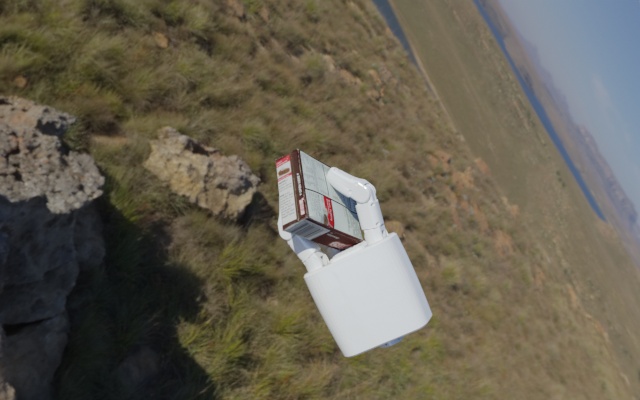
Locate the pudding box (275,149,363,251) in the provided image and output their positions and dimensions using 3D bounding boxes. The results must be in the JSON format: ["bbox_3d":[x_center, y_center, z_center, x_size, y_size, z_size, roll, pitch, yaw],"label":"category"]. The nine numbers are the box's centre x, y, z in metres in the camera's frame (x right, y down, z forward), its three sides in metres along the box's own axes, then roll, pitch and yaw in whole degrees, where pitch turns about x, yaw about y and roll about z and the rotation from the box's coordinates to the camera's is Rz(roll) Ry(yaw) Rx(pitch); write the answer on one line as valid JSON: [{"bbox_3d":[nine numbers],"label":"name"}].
[{"bbox_3d":[0.000,0.002,0.556,0.039,0.090,0.113,-25,-31,28],"label":"pudding box"}]
